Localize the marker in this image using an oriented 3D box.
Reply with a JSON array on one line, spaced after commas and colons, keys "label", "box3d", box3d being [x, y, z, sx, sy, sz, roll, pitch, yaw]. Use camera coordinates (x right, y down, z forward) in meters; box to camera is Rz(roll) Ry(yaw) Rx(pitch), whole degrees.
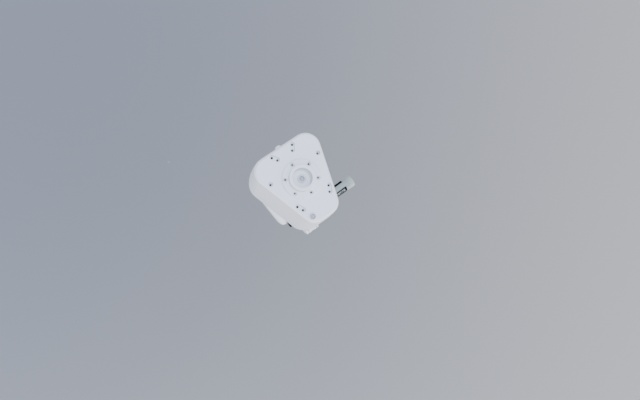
[{"label": "marker", "box3d": [0.000, 0.002, 0.736, 0.121, 0.020, 0.020, -35, 8, -11]}]
